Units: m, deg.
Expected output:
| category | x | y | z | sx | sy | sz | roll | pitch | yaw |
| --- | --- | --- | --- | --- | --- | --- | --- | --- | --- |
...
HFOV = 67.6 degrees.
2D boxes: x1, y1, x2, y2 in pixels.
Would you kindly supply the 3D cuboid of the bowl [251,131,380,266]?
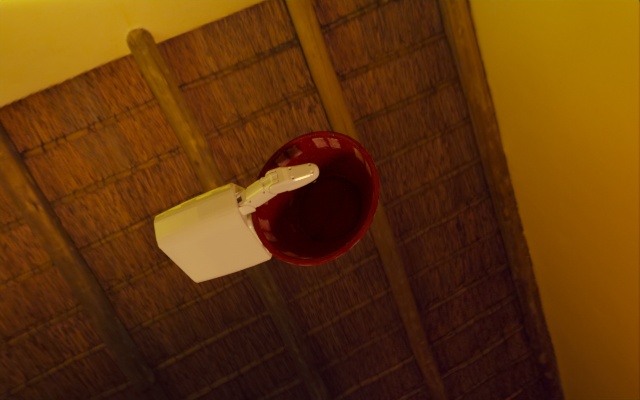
| category | x | y | z | sx | sy | sz | roll | pitch | yaw |
| --- | --- | --- | --- | --- | --- | --- | --- | --- | --- |
| bowl | 0.001 | 0.002 | 0.566 | 0.162 | 0.162 | 0.055 | 0 | -18 | 25 |
